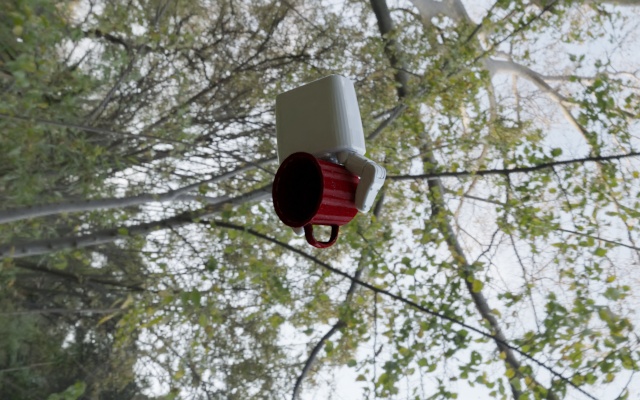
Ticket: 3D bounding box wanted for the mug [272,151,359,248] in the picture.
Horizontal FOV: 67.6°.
[{"bbox_3d":[0.000,0.003,0.602,0.093,0.117,0.081,-18,-18,42],"label":"mug"}]
